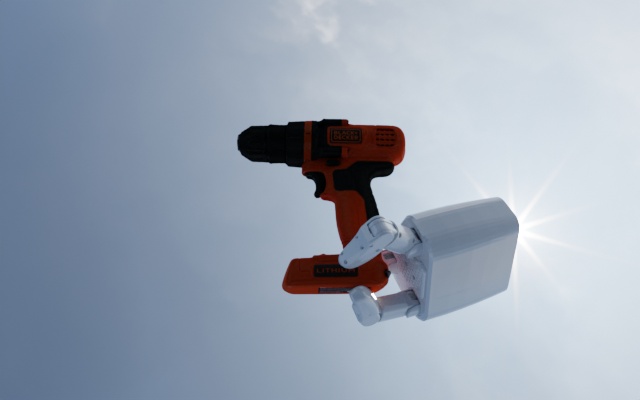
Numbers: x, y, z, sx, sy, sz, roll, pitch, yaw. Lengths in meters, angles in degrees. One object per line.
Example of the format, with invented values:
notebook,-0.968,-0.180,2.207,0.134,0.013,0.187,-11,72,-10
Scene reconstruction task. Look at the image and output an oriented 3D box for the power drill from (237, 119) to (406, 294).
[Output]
power drill,0.000,0.002,0.501,0.184,0.187,0.057,0,-19,1
